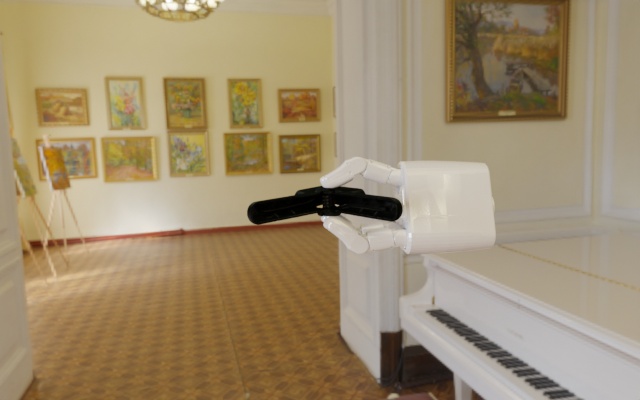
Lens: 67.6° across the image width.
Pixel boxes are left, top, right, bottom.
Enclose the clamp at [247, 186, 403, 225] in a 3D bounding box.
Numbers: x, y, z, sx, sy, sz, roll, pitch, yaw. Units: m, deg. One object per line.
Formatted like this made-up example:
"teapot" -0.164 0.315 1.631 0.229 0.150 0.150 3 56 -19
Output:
"clamp" 0.000 0.001 0.590 0.164 0.036 0.210 -1 6 -2
